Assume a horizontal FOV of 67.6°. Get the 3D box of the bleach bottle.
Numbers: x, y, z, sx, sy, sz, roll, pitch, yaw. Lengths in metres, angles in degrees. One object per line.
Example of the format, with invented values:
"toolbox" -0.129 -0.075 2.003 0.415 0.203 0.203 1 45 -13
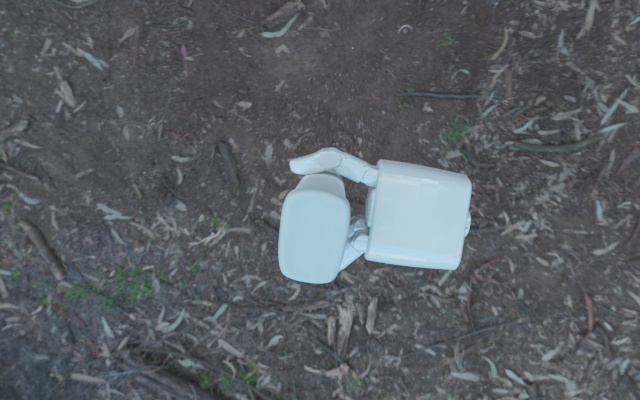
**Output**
"bleach bottle" 0.000 0.002 0.583 0.068 0.102 0.250 9 18 1
